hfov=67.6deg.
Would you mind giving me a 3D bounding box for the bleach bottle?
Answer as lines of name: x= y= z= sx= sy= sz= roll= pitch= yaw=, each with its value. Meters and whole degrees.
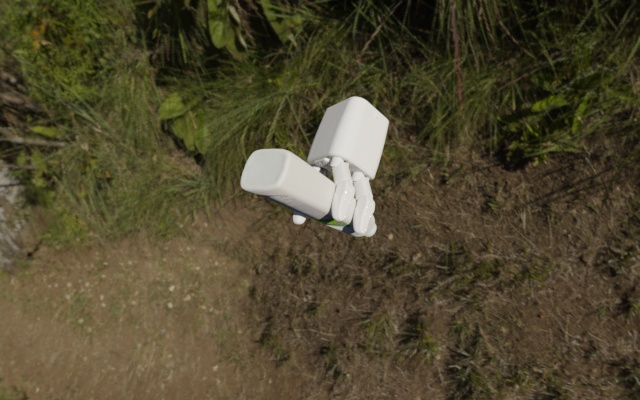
bleach bottle: x=0.000 y=0.003 z=0.758 sx=0.102 sy=0.068 sz=0.251 roll=4 pitch=-19 yaw=45
